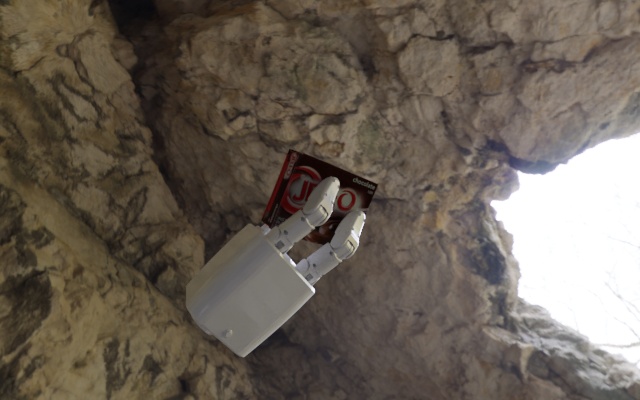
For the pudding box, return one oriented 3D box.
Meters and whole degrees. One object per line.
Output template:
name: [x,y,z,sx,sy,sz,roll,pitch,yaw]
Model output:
pudding box: [0.000,0.002,0.548,0.113,0.090,0.039,19,6,-32]
